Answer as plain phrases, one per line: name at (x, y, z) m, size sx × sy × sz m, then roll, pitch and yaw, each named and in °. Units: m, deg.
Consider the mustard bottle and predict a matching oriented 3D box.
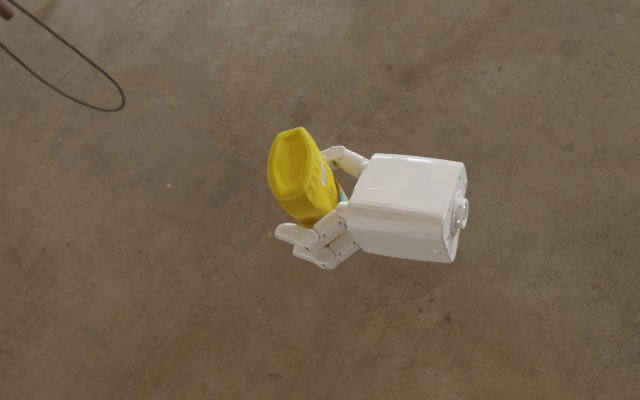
mustard bottle at (0.000, 0.002, 0.589) m, size 0.058 × 0.096 × 0.192 m, roll -15°, pitch -33°, yaw 15°
